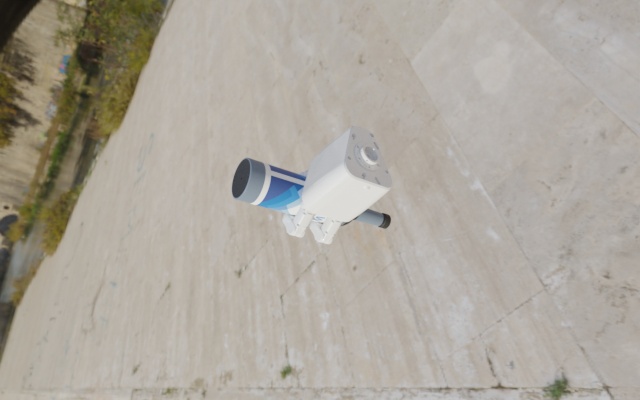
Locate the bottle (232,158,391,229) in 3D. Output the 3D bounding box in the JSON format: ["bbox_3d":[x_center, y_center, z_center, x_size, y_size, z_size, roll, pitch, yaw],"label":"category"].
[{"bbox_3d":[0.000,0.003,0.799,0.296,0.069,0.069,17,-9,-31],"label":"bottle"}]
